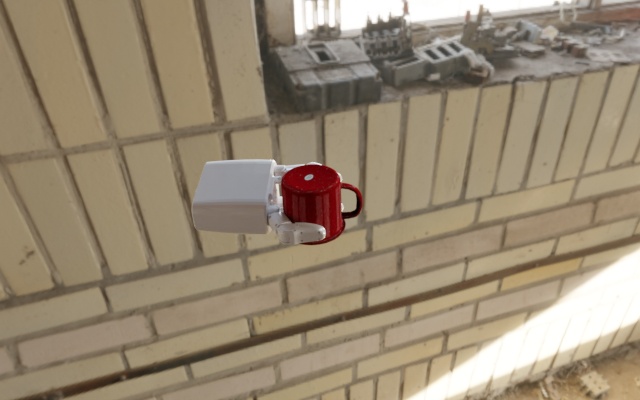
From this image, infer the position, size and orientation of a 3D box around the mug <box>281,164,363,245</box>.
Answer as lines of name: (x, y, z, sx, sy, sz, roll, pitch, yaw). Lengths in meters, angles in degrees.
mug: (0.002, 0.002, 0.664, 0.117, 0.082, 0.093, -1, 33, 3)
